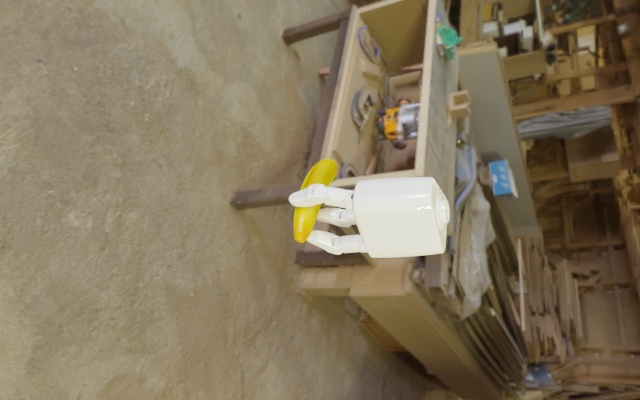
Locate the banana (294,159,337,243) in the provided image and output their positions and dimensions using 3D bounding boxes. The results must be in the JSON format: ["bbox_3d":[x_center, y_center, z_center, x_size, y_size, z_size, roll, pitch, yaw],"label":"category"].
[{"bbox_3d":[-0.003,-0.015,0.745,0.037,0.070,0.197,-3,29,21],"label":"banana"}]
